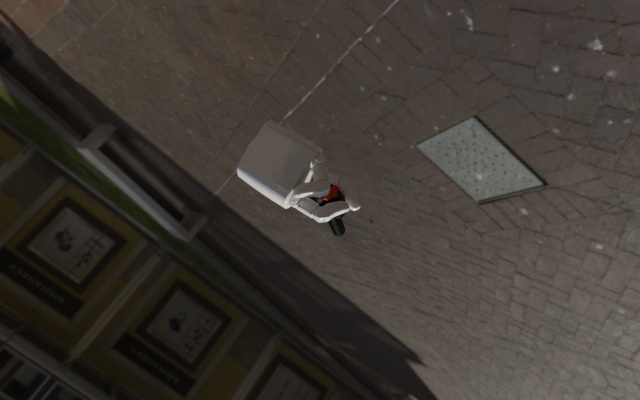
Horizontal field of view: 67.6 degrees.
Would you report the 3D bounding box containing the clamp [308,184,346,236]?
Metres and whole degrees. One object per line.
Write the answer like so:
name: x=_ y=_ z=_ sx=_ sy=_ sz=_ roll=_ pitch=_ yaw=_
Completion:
clamp: x=0.000 y=0.003 z=0.874 sx=0.120 sy=0.039 sz=0.171 roll=32 pitch=-21 yaw=10
